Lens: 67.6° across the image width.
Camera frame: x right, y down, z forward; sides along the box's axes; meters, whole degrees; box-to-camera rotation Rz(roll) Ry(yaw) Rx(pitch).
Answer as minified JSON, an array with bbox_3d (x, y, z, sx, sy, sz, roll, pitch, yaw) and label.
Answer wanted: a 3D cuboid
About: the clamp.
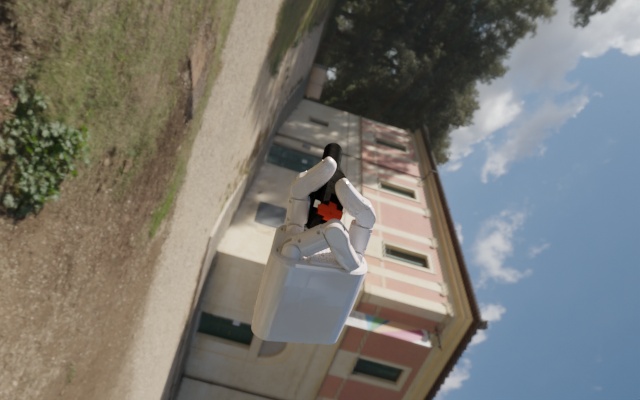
[{"bbox_3d":[0.001,0.002,0.597,0.039,0.120,0.171,16,21,-5],"label":"clamp"}]
